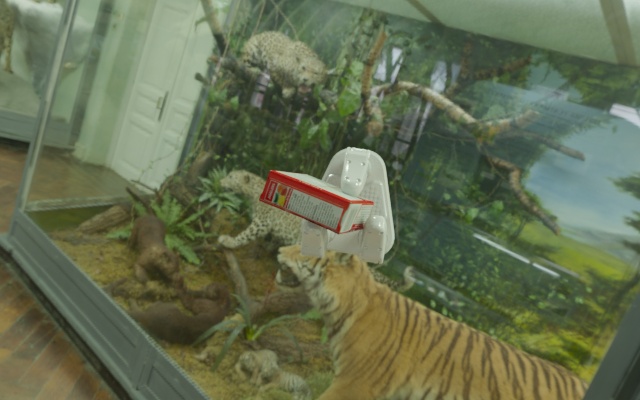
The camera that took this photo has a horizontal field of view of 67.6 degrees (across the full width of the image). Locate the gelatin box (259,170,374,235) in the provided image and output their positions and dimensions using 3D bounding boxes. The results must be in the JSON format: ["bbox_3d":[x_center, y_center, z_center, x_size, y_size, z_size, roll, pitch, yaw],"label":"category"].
[{"bbox_3d":[0.000,0.001,0.411,0.073,0.030,0.089,23,7,17],"label":"gelatin box"}]
